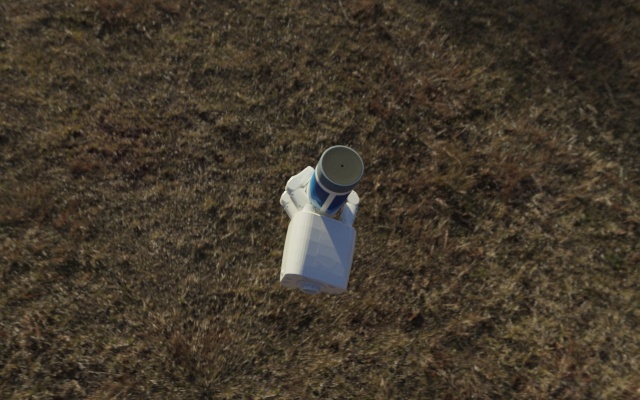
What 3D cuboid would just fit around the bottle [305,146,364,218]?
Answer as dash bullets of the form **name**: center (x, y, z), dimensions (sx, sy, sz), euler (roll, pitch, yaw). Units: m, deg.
- **bottle**: center (0.000, 0.003, 0.827), dimensions (0.069, 0.069, 0.296), euler (0, -21, -13)
